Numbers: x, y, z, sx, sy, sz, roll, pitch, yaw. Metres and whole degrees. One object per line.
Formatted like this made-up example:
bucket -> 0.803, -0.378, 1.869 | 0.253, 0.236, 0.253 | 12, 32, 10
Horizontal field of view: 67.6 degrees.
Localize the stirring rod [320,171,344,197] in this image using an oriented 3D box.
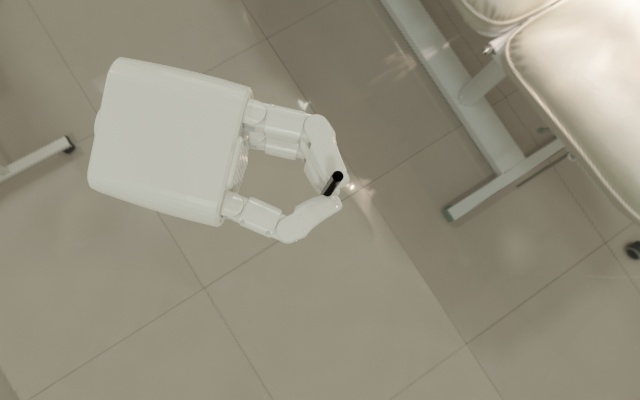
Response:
stirring rod -> 0.000, 0.002, 0.448 | 0.011, 0.011, 0.239 | 0, -9, -6
